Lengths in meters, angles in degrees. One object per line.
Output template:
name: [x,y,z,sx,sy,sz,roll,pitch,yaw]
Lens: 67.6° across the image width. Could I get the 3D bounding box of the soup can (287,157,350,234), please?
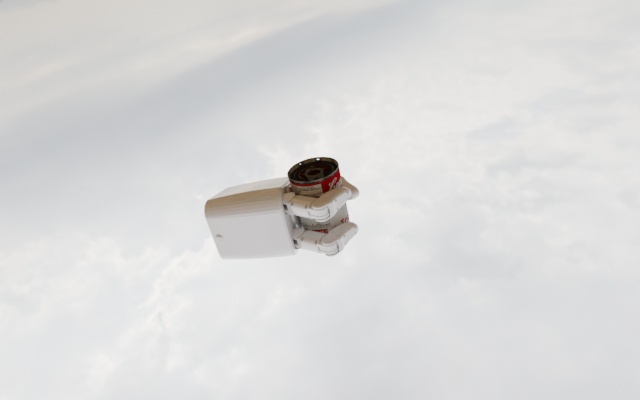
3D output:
soup can: [0.001,0.002,0.638,0.068,0.102,0.068,-10,29,6]
